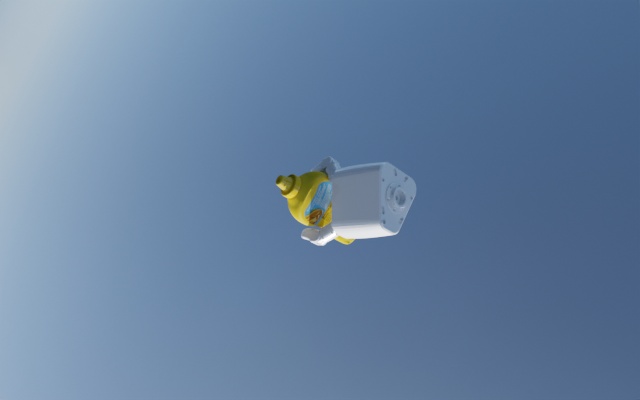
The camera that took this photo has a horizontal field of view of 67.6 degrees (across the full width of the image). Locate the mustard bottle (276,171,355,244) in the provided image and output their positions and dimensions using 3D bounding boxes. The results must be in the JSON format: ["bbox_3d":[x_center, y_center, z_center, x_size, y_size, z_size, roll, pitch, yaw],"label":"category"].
[{"bbox_3d":[0.000,0.003,0.844,0.192,0.096,0.058,28,2,-36],"label":"mustard bottle"}]
